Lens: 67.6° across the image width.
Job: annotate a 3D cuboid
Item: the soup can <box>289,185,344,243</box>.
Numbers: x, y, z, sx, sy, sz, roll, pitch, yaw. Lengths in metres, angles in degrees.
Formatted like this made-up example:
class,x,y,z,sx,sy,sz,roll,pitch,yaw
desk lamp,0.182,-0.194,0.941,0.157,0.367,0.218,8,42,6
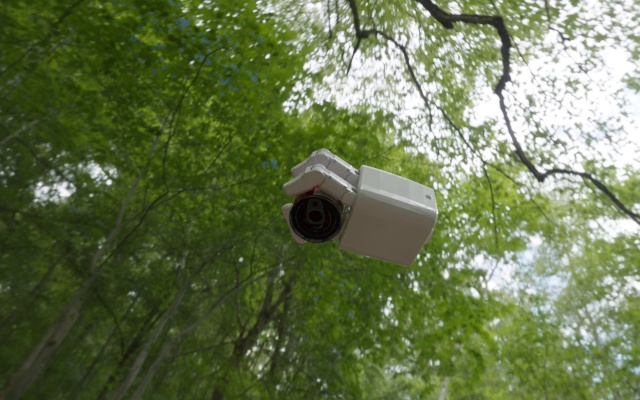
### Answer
class,x,y,z,sx,sy,sz,roll,pitch,yaw
soup can,0.000,0.002,0.647,0.068,0.068,0.102,0,27,9
